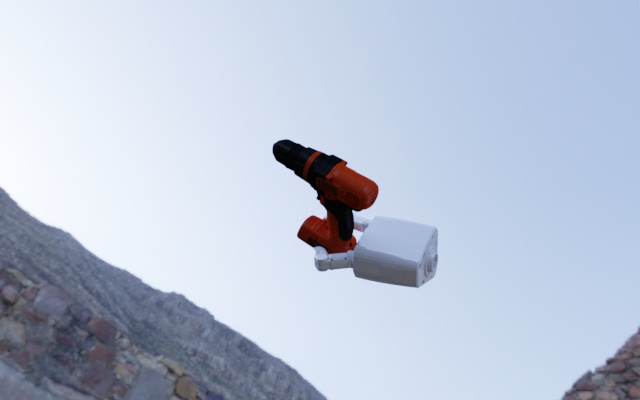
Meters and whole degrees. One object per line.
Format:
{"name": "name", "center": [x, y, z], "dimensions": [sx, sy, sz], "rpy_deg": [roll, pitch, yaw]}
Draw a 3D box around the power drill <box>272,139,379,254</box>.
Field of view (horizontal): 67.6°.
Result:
{"name": "power drill", "center": [0.000, 0.003, 0.765], "dimensions": [0.184, 0.188, 0.057], "rpy_deg": [31, 55, 23]}
